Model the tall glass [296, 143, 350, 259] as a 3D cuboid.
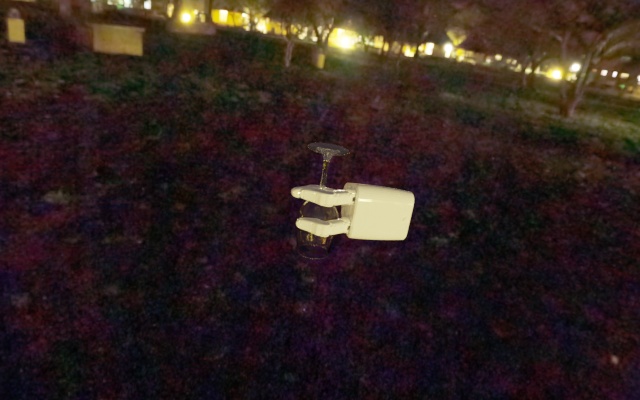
[{"bbox_3d":[0.000,0.002,0.859,0.079,0.201,0.079,8,20,-3],"label":"tall glass"}]
